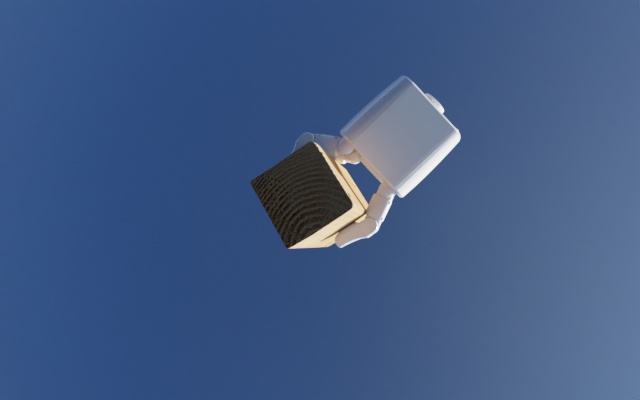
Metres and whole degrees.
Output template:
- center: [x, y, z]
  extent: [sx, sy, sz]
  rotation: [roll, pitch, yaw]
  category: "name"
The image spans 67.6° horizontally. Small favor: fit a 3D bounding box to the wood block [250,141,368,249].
- center: [0.001, 0.002, 0.621]
  extent: [0.090, 0.091, 0.206]
  rotation: [-33, -11, 8]
  category: "wood block"
